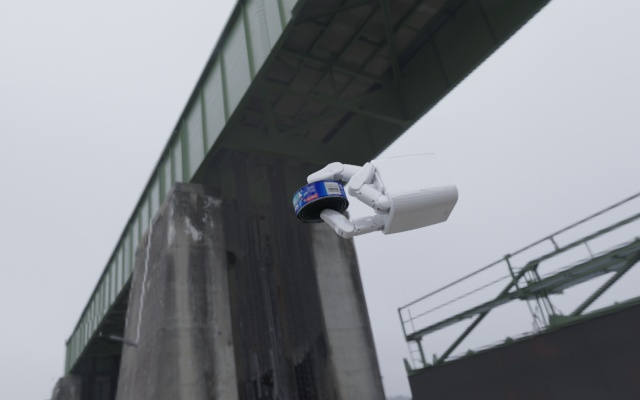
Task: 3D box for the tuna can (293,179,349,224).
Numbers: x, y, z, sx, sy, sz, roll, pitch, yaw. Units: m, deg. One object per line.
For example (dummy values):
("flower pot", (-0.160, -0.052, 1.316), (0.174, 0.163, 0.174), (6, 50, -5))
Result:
("tuna can", (0.000, 0.002, 0.756), (0.086, 0.033, 0.086), (-14, -26, -7))
